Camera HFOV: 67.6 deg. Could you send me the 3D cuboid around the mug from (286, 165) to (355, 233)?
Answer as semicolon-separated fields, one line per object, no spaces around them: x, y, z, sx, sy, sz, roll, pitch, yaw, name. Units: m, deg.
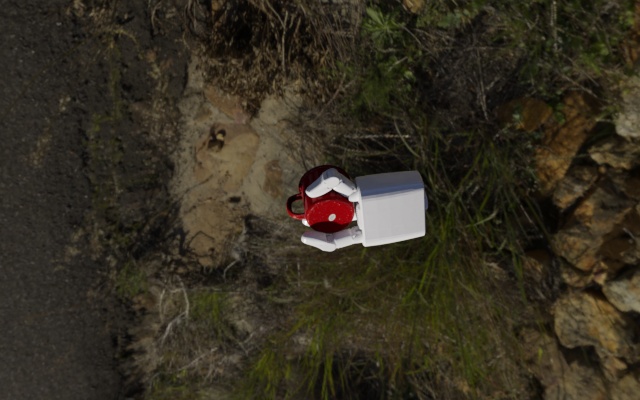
-0.001;0.003;0.805;0.117;0.093;0.081;-9;43;-1;mug
